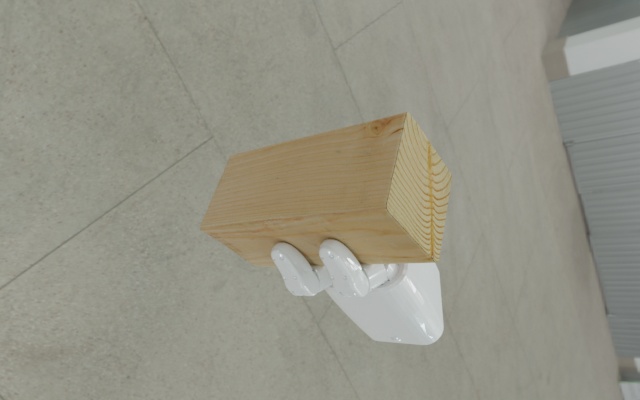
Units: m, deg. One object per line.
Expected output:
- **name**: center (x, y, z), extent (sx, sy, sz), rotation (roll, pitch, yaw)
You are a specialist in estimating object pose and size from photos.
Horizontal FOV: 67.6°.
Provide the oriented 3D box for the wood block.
- **wood block**: center (0.000, 0.001, 0.436), extent (0.206, 0.090, 0.090), rotation (-8, -37, 38)
